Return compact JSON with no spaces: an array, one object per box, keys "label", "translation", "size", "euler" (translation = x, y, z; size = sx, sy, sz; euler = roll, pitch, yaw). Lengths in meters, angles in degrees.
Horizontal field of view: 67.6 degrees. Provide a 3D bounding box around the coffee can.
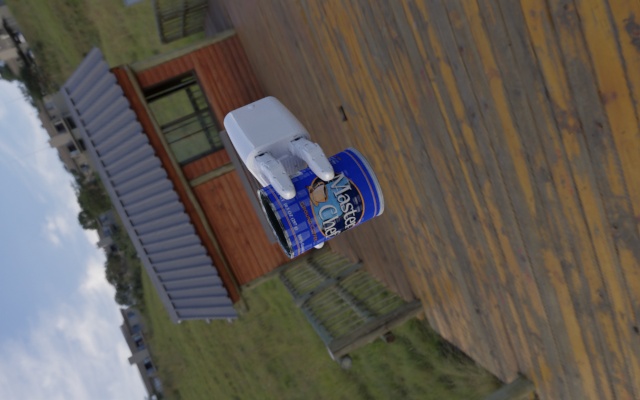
[{"label":"coffee can","translation":[0.000,0.002,0.646],"size":[0.140,0.103,0.103],"euler":[-26,6,-13]}]
